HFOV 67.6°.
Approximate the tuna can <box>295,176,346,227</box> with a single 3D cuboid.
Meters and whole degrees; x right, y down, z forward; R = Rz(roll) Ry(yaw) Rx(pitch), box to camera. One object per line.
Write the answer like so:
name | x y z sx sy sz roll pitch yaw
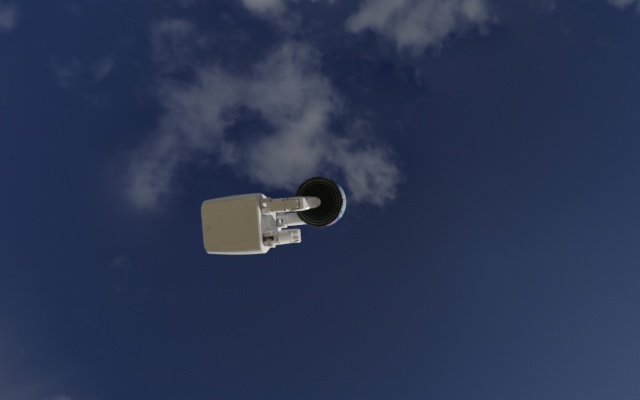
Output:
tuna can | 0.000 0.003 0.819 0.086 0.086 0.034 0 -1 17
